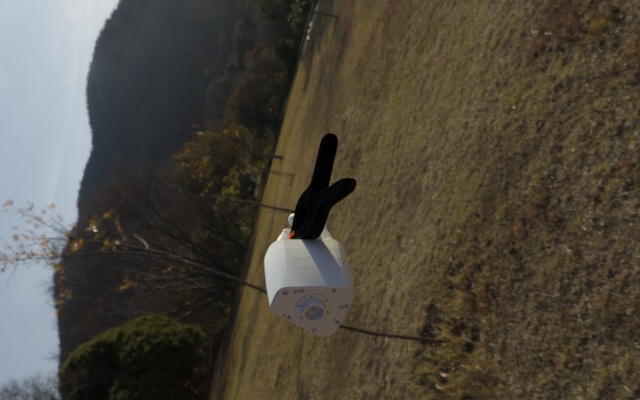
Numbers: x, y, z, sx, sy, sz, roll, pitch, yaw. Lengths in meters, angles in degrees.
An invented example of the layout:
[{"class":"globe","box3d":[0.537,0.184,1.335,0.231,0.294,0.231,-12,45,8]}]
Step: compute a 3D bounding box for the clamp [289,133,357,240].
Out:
[{"class":"clamp","box3d":[-0.001,0.002,0.677,0.039,0.171,0.120,12,27,-18]}]
